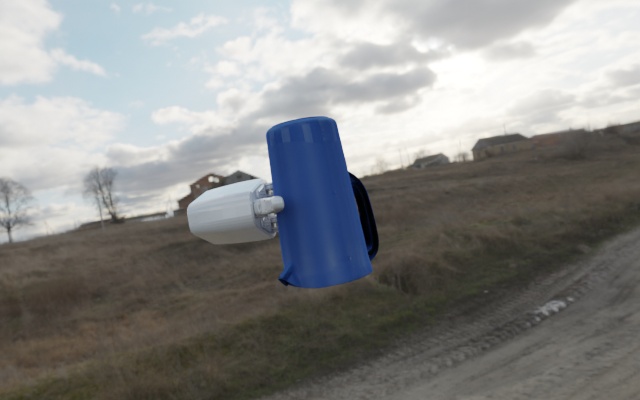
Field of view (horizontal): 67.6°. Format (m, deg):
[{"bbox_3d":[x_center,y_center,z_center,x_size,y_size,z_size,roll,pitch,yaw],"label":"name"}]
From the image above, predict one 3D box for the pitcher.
[{"bbox_3d":[0.000,0.002,0.720,0.145,0.243,0.149,-10,1,10],"label":"pitcher"}]
